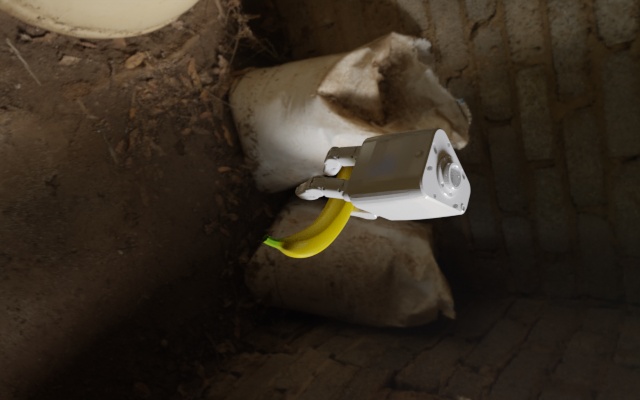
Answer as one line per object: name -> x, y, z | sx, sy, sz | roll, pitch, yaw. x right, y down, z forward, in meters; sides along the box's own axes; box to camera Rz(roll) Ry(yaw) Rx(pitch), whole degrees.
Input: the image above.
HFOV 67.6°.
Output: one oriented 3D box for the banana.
banana -> 0.007, 0.019, 0.666 | 0.037, 0.070, 0.197 | -7, 29, 48
